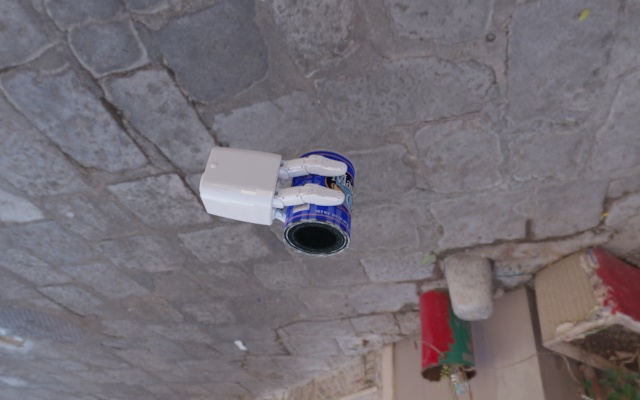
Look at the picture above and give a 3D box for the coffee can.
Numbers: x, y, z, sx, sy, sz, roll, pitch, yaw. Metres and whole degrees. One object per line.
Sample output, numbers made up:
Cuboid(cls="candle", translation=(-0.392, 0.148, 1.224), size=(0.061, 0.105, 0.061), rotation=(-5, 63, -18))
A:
Cuboid(cls="coffee can", translation=(0.000, 0.002, 0.753), size=(0.103, 0.140, 0.103), rotation=(5, -36, 3))
